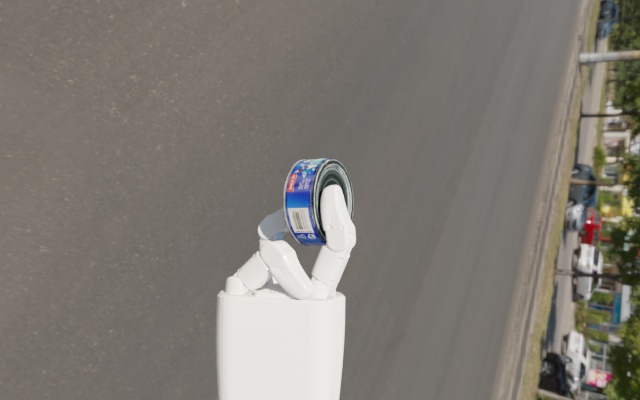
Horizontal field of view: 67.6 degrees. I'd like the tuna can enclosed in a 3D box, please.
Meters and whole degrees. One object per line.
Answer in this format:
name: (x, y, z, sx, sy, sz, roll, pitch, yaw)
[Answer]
tuna can: (0.001, 0.001, 0.468, 0.034, 0.086, 0.086, -2, -1, 29)
